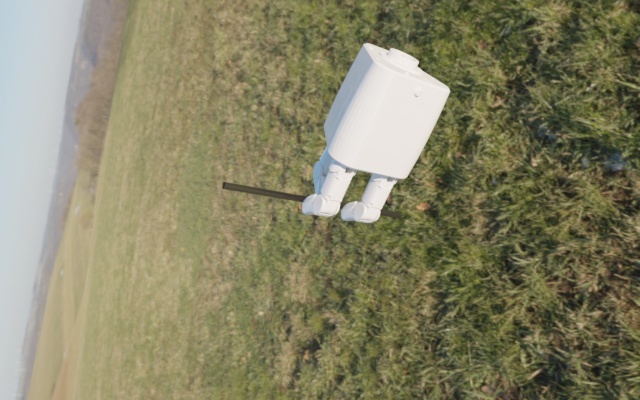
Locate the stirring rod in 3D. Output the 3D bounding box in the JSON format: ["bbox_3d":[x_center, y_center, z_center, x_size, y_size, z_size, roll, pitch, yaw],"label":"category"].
[{"bbox_3d":[0.000,0.002,0.569,0.239,0.011,0.011,10,-5,-29],"label":"stirring rod"}]
